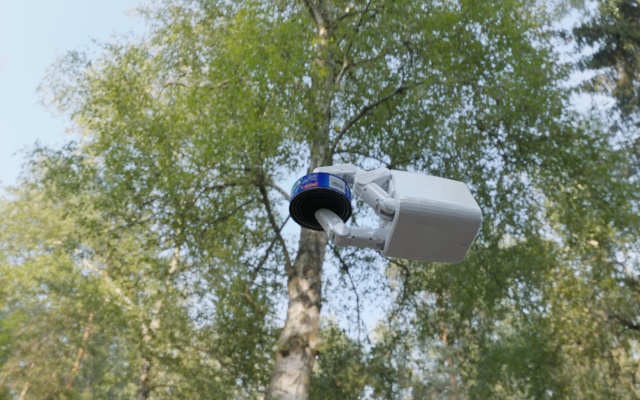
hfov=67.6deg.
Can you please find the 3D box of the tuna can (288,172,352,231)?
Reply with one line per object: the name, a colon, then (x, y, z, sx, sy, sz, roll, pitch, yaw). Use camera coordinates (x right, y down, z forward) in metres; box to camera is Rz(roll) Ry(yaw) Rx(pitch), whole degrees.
tuna can: (0.000, 0.002, 0.651, 0.086, 0.033, 0.086, 1, -44, 1)
